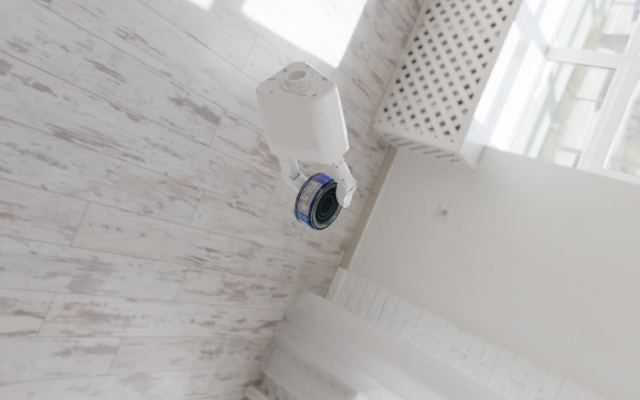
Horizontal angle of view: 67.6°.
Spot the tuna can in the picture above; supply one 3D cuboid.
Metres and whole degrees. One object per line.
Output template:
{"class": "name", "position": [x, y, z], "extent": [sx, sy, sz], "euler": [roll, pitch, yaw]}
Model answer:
{"class": "tuna can", "position": [0.001, 0.003, 0.735], "extent": [0.033, 0.086, 0.086], "euler": [27, 14, 31]}
